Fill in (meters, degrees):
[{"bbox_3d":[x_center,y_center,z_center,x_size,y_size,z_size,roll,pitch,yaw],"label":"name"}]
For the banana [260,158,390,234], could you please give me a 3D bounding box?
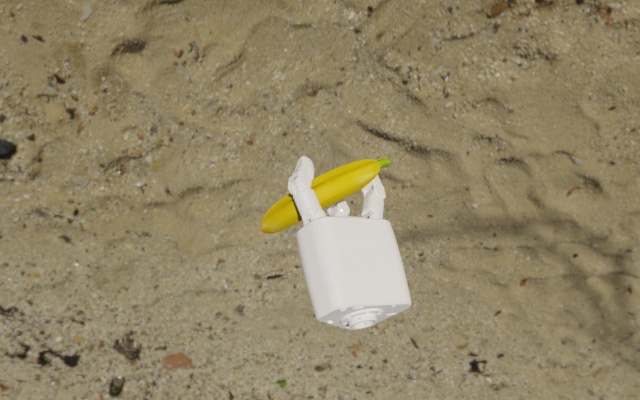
[{"bbox_3d":[-0.004,-0.003,0.605,0.198,0.037,0.069,-26,-18,15],"label":"banana"}]
